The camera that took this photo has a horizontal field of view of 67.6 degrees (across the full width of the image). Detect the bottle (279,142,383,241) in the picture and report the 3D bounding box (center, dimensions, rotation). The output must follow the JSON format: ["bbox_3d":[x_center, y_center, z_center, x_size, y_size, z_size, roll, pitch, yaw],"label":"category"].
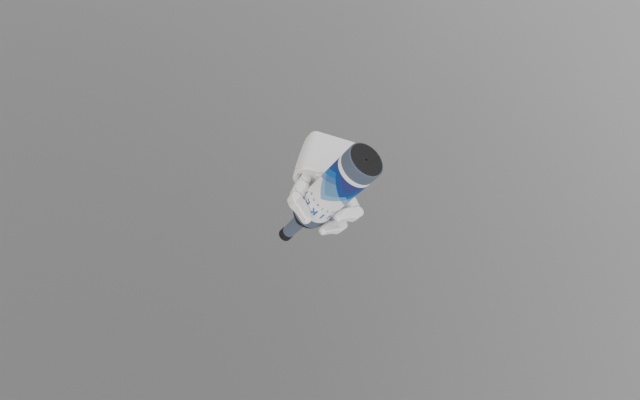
[{"bbox_3d":[0.000,0.003,0.868,0.069,0.069,0.296,0,-28,-34],"label":"bottle"}]
